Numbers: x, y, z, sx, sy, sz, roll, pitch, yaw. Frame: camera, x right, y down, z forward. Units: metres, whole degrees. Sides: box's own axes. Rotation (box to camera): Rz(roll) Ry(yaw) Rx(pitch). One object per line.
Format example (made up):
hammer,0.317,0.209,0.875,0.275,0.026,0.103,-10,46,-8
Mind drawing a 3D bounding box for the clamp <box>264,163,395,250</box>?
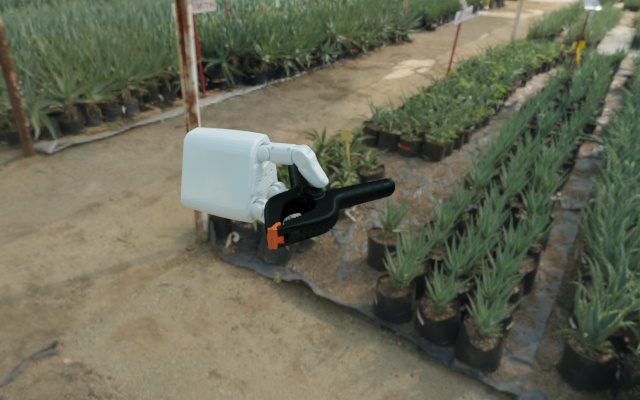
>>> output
clamp,0.000,0.001,0.616,0.164,0.036,0.210,9,29,17
